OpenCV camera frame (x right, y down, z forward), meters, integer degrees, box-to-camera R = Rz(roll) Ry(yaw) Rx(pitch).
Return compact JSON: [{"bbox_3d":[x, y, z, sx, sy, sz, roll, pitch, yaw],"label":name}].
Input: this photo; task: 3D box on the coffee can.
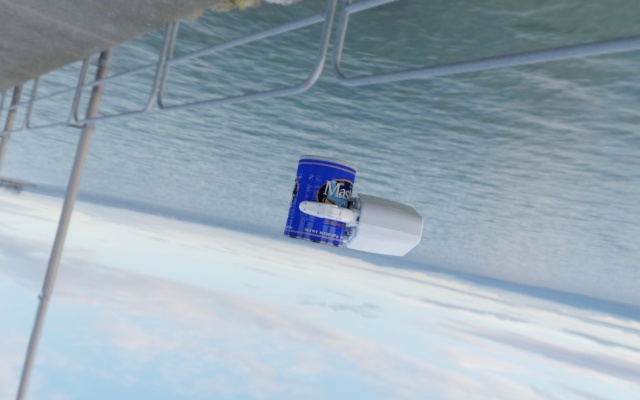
[{"bbox_3d":[0.000,0.002,0.818,0.103,0.140,0.103,11,-5,1],"label":"coffee can"}]
